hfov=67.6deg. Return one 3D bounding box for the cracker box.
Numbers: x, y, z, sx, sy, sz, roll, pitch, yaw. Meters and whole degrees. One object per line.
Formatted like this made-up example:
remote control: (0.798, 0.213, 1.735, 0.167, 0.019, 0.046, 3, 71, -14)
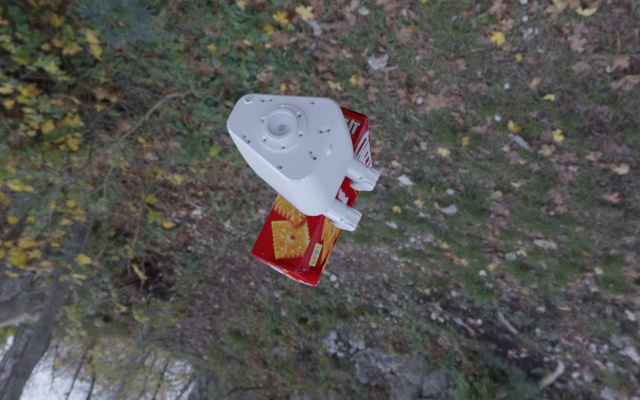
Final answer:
cracker box: (0.000, 0.002, 0.645, 0.072, 0.213, 0.164, 23, -12, 13)
